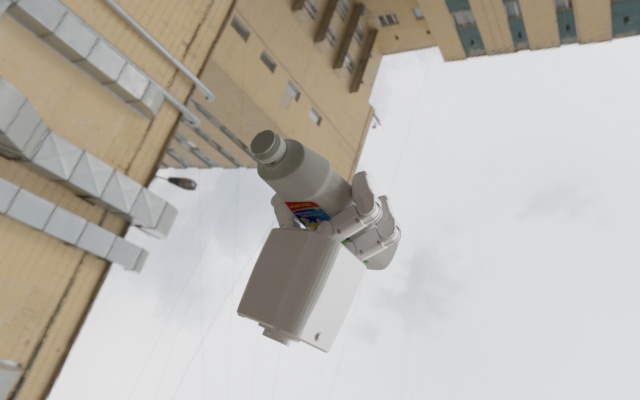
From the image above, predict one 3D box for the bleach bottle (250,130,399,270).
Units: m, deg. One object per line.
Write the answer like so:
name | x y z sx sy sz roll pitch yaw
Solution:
bleach bottle | 0.000 0.002 0.549 0.102 0.068 0.251 11 -21 38
